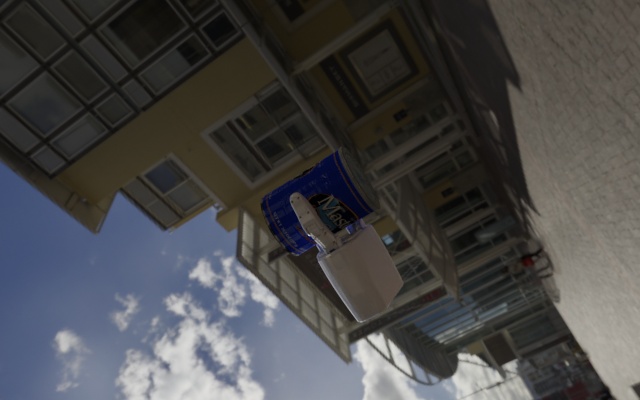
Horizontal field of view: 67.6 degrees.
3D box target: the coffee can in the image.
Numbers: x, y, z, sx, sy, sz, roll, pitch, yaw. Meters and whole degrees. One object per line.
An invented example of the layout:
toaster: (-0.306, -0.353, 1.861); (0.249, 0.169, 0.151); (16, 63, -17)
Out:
coffee can: (0.000, 0.002, 0.689); (0.140, 0.103, 0.103); (-31, -8, 14)
